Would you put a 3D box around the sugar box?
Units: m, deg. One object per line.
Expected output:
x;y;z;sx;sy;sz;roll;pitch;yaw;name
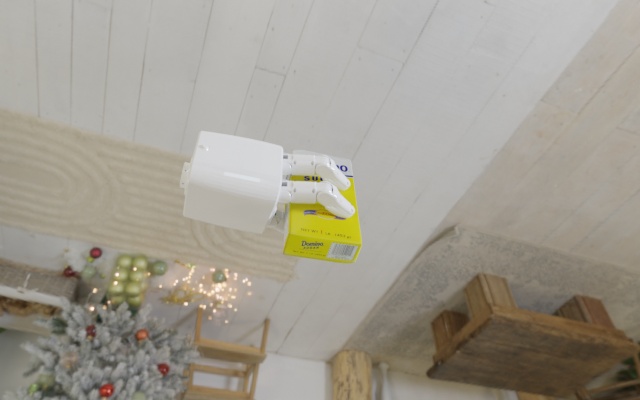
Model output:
0.000;0.002;0.641;0.093;0.048;0.176;10;42;-11;sugar box
